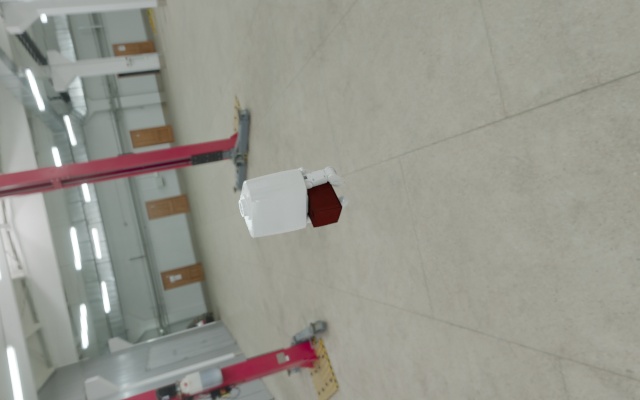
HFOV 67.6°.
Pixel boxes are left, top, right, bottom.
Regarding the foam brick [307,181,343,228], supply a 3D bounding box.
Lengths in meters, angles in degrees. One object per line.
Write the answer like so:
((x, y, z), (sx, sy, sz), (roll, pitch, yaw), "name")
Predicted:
((0.000, 0.003, 0.896), (0.051, 0.078, 0.053), (-12, -36, -19), "foam brick")
